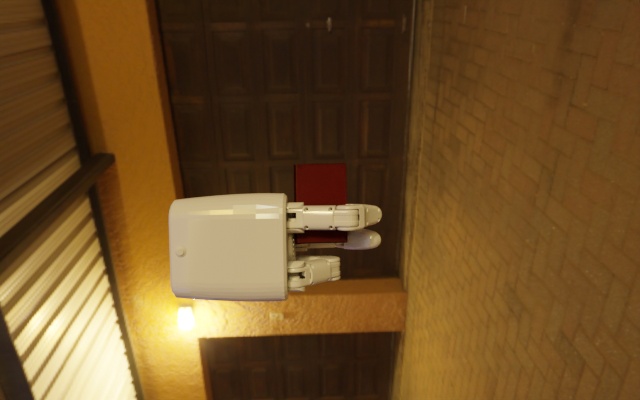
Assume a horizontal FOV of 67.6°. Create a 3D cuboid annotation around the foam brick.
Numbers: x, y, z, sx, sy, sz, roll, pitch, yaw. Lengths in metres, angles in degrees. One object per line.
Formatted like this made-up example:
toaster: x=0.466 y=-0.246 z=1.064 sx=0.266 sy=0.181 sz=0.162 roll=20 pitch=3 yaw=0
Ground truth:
foam brick: x=0.000 y=0.001 z=0.472 sx=0.051 sy=0.078 sz=0.053 roll=-1 pitch=2 yaw=1
